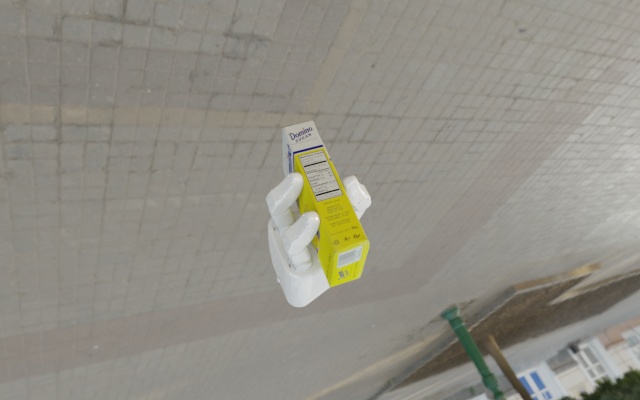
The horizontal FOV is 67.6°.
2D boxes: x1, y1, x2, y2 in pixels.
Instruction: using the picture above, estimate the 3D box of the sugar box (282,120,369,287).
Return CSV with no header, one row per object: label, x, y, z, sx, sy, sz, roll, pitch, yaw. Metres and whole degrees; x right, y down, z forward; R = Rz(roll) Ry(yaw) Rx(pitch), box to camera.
sugar box,0.000,0.002,0.561,0.048,0.176,0.093,-18,-30,-14
